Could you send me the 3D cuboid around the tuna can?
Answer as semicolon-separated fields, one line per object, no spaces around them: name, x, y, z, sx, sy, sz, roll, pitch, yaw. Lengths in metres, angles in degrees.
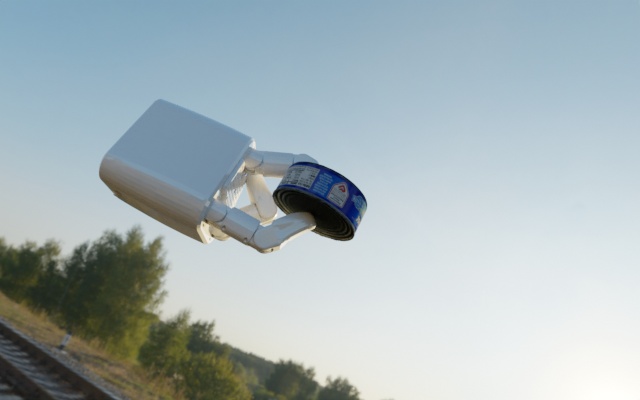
tuna can;0.000;0.001;0.449;0.086;0.033;0.086;25;-22;11
